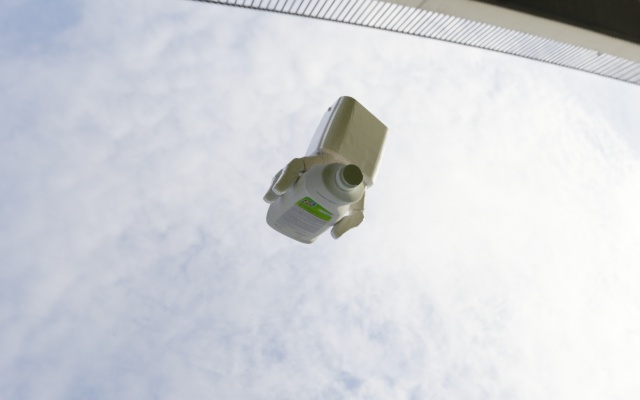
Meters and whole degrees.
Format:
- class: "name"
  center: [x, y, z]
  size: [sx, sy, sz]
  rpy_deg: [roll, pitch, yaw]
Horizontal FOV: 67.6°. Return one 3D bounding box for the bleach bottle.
- class: "bleach bottle"
  center: [0.000, 0.002, 0.703]
  size: [0.102, 0.068, 0.251]
  rpy_deg: [25, -22, -15]
